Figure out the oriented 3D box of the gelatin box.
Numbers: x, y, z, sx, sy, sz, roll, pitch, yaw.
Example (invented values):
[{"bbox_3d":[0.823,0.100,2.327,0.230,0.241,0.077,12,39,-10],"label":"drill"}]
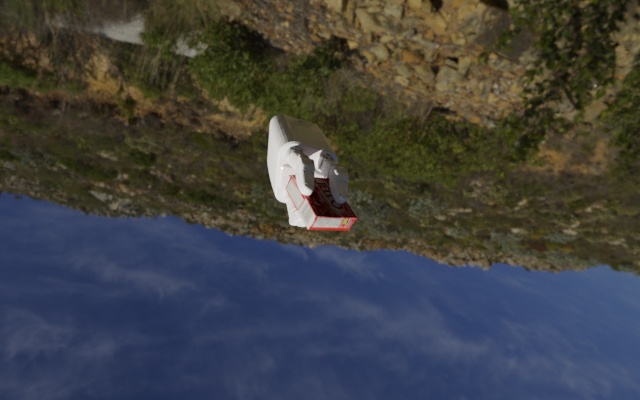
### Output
[{"bbox_3d":[0.000,0.003,0.683,0.073,0.030,0.089,4,41,-37],"label":"gelatin box"}]
